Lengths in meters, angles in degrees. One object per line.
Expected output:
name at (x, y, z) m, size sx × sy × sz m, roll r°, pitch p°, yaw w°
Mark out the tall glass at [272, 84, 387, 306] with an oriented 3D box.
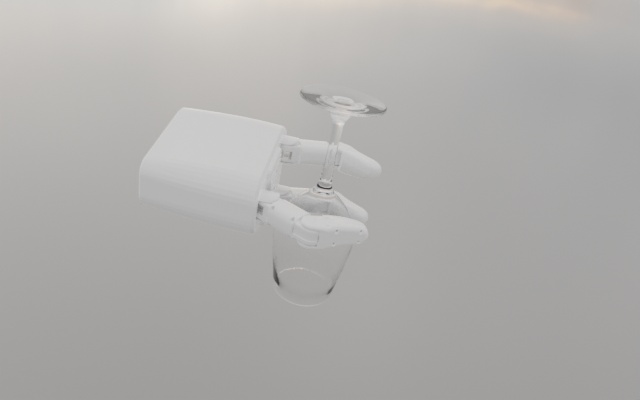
tall glass at (0.000, 0.001, 0.443) m, size 0.079 × 0.201 × 0.079 m, roll 9°, pitch 28°, yaw -5°
